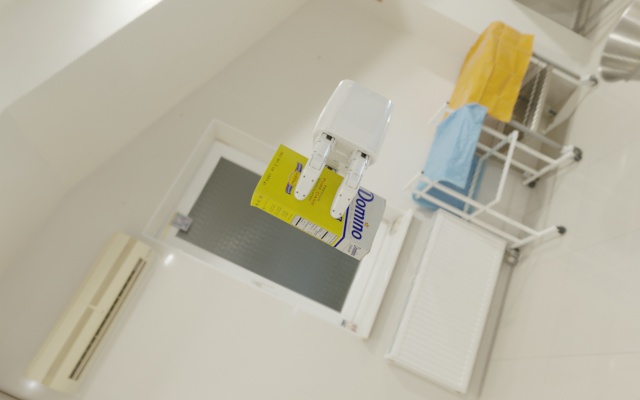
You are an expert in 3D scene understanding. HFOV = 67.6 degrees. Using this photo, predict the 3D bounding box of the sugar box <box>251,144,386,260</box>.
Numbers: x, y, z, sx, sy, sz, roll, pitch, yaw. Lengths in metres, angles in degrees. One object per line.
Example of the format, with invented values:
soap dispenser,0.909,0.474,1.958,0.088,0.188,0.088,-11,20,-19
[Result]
sugar box,0.000,0.002,0.672,0.176,0.093,0.048,26,-32,-4
